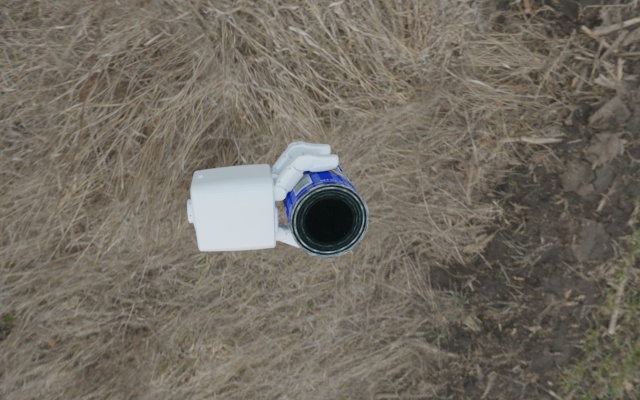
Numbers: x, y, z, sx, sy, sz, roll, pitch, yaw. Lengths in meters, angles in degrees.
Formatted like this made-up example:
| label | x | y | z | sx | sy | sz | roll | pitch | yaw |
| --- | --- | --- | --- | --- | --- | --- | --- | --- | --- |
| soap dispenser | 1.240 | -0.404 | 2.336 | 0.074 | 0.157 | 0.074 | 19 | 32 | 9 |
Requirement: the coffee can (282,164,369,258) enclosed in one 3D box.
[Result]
| label | x | y | z | sx | sy | sz | roll | pitch | yaw |
| --- | --- | --- | --- | --- | --- | --- | --- | --- | --- |
| coffee can | 0.000 | 0.002 | 0.665 | 0.103 | 0.103 | 0.140 | 0 | 21 | -11 |
